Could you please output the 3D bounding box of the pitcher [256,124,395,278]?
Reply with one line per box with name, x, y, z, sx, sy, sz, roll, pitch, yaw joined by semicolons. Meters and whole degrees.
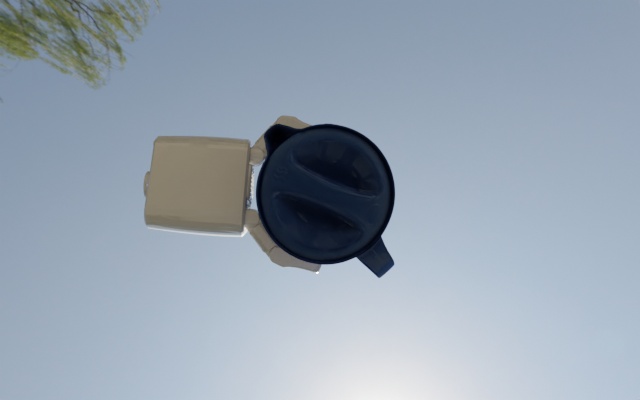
pitcher;0.000;0.002;0.563;0.145;0.149;0.243;4;0;-6
